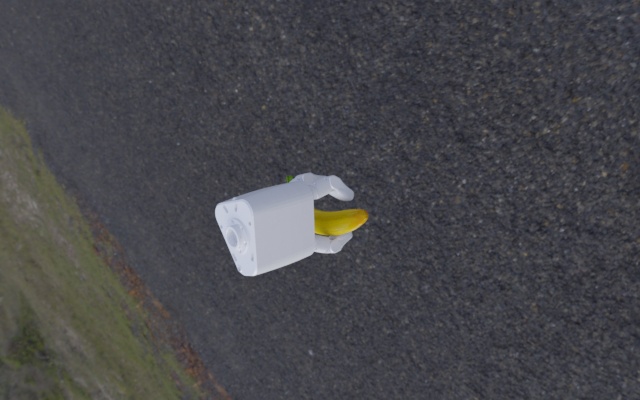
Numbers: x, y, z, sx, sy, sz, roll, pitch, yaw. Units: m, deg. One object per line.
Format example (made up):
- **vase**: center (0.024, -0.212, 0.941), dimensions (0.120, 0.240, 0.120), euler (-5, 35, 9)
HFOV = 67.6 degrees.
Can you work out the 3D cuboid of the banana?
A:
- **banana**: center (-0.005, 0.019, 0.765), dimensions (0.037, 0.070, 0.197), euler (-6, 22, -42)
